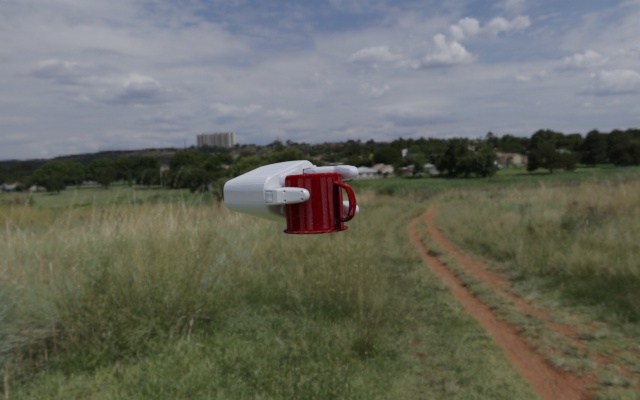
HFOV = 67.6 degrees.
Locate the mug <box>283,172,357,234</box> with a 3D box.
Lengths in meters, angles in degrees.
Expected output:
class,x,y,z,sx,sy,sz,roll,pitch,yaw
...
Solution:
class,x,y,z,sx,sy,sz,roll,pitch,yaw
mug,0.001,0.002,0.672,0.117,0.081,0.093,-1,4,42
